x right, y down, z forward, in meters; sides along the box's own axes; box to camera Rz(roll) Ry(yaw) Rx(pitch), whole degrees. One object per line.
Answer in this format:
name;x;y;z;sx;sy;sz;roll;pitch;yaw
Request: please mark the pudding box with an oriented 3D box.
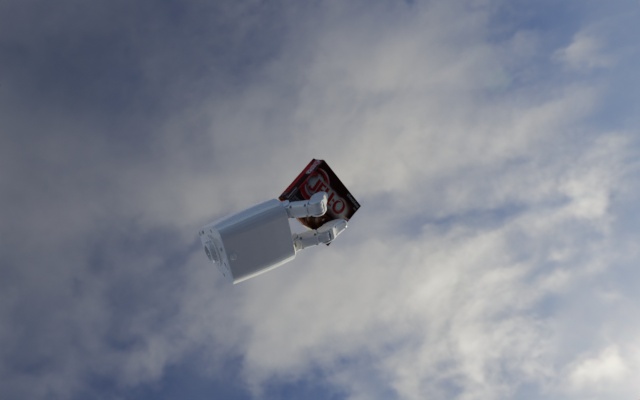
pudding box;0.000;0.003;0.763;0.113;0.090;0.039;50;-17;-32
